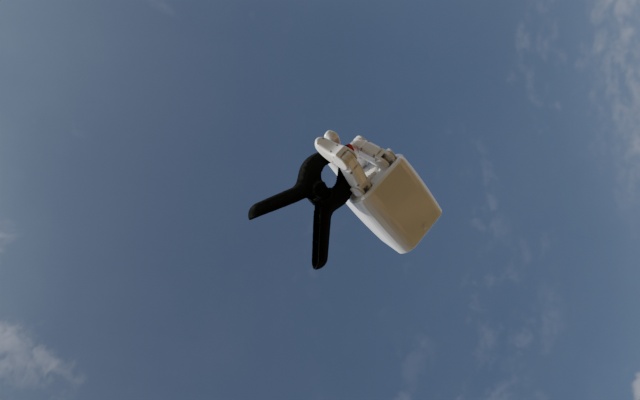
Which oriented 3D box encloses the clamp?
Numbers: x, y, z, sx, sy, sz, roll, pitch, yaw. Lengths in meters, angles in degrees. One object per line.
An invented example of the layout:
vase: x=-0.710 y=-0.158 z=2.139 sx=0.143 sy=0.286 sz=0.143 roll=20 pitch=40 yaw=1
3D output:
clamp: x=0.000 y=0.002 z=0.631 sx=0.171 sy=0.120 sz=0.039 roll=-47 pitch=17 yaw=-20
